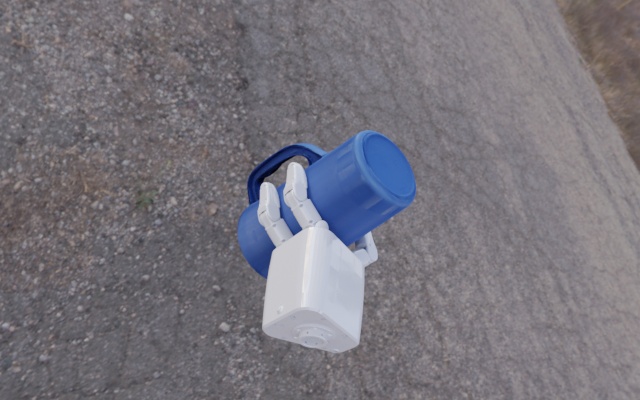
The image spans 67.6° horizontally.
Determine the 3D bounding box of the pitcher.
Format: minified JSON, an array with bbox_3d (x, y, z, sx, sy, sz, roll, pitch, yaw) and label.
[{"bbox_3d":[0.000,0.002,0.647,0.149,0.145,0.243,33,-47,-26],"label":"pitcher"}]
